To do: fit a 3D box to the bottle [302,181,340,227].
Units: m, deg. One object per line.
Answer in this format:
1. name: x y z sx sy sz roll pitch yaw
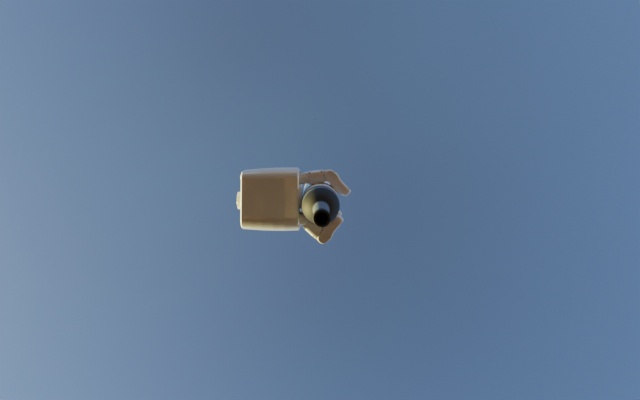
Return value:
1. bottle: 0.000 0.003 0.868 0.069 0.069 0.295 0 10 -1
